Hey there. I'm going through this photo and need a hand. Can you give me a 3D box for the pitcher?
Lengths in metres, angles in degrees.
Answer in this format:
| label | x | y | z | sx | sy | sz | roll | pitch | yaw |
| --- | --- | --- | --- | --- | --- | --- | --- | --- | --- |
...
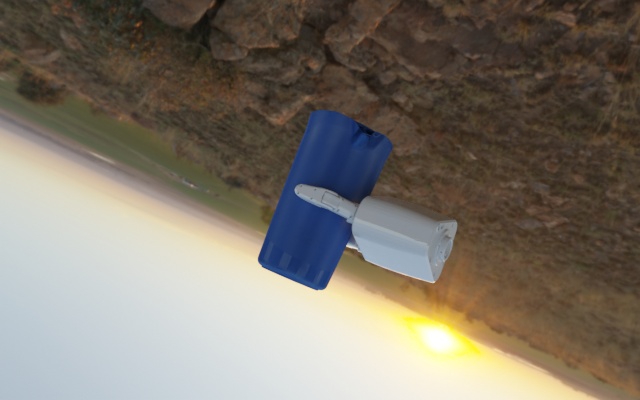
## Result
| label | x | y | z | sx | sy | sz | roll | pitch | yaw |
| --- | --- | --- | --- | --- | --- | --- | --- | --- | --- |
| pitcher | 0.000 | 0.002 | 0.709 | 0.145 | 0.243 | 0.149 | 18 | -10 | 30 |
